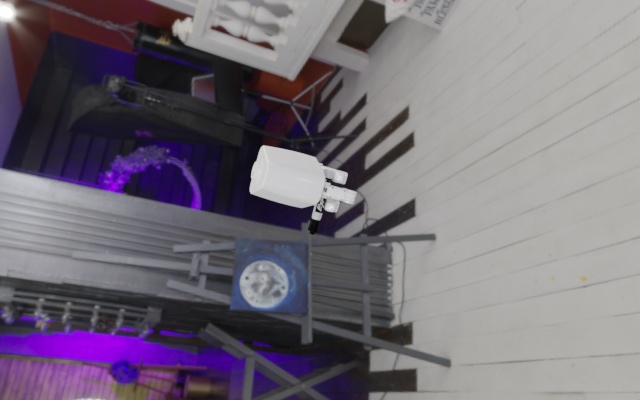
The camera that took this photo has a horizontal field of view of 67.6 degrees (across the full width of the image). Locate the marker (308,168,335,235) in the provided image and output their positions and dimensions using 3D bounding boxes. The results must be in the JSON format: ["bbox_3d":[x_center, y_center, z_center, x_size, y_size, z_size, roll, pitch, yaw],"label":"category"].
[{"bbox_3d":[0.000,0.003,0.858,0.020,0.121,0.020,15,5,-1],"label":"marker"}]
